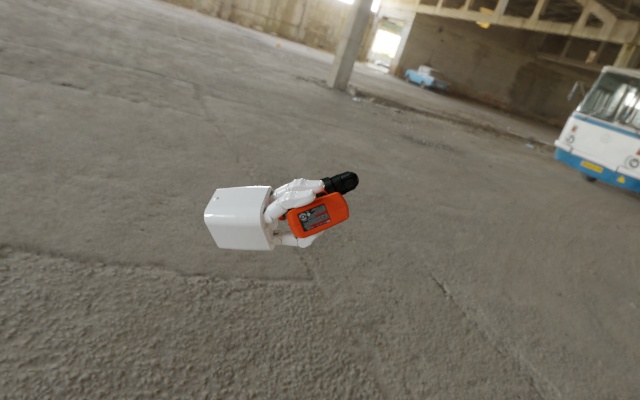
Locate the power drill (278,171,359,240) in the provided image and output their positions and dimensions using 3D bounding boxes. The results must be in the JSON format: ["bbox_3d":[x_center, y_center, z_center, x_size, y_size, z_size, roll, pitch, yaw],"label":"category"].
[{"bbox_3d":[0.000,0.003,0.895,0.184,0.057,0.187,-24,12,-2],"label":"power drill"}]
